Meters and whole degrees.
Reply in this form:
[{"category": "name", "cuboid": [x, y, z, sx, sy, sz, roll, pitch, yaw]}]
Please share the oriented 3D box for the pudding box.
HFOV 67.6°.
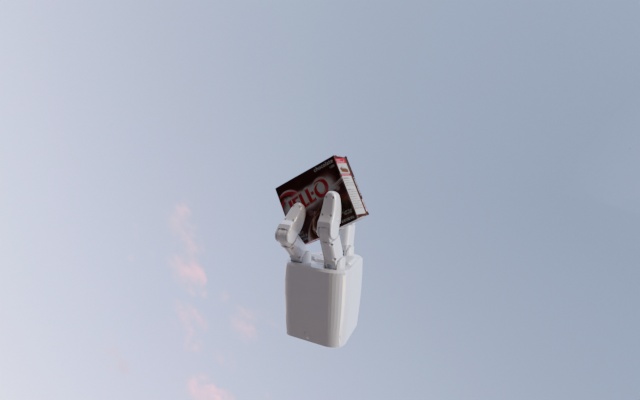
[{"category": "pudding box", "cuboid": [0.000, 0.002, 0.649, 0.113, 0.090, 0.039, -27, -11, 31]}]
